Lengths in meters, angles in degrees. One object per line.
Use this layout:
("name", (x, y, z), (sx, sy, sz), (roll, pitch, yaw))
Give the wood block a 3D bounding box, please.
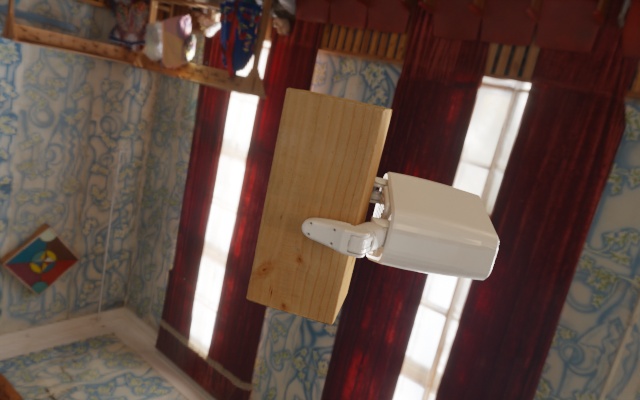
("wood block", (0.000, 0.002, 0.474), (0.090, 0.206, 0.091), (15, 13, 10))
